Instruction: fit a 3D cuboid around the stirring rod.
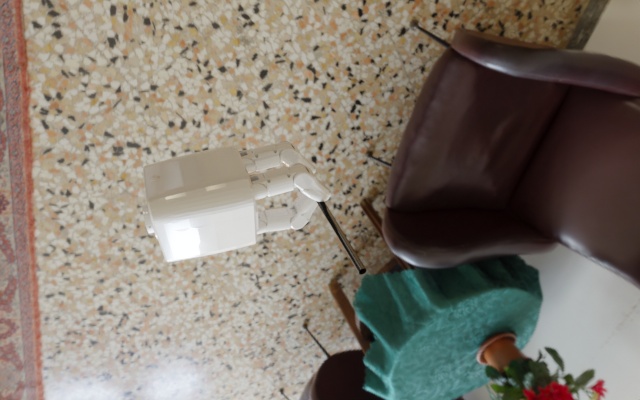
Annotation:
[{"bbox_3d":[0.000,0.002,0.552,0.011,0.011,0.239,0,34,-24],"label":"stirring rod"}]
